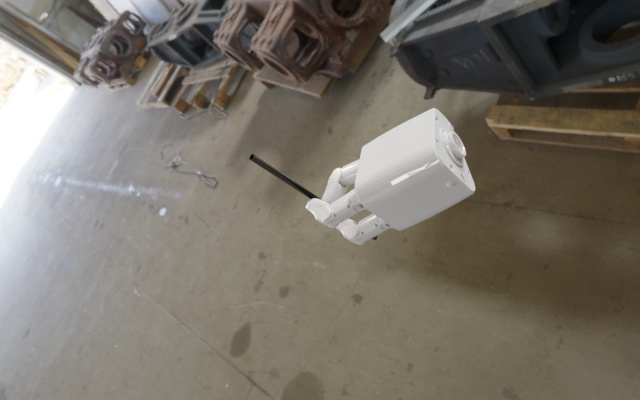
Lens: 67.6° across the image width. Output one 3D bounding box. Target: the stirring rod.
[{"bbox_3d":[0.000,0.002,0.629,0.240,0.011,0.011,33,-22,-37],"label":"stirring rod"}]
